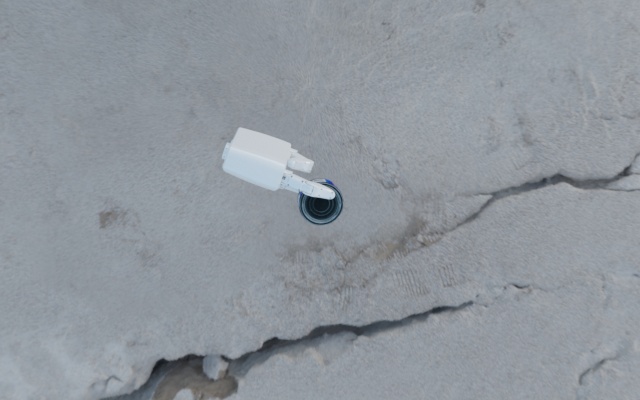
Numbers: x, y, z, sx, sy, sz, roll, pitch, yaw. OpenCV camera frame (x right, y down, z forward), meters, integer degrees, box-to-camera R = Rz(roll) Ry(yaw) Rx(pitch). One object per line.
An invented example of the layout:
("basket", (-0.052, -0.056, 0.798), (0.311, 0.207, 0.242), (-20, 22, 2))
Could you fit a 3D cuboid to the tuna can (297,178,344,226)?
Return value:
("tuna can", (0.000, 0.003, 0.898), (0.086, 0.086, 0.033), (0, 15, -7))
